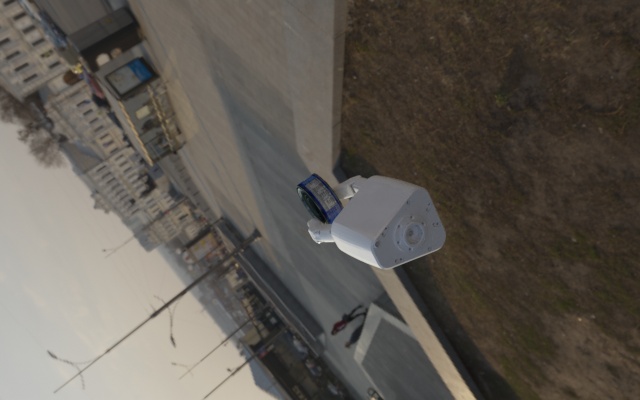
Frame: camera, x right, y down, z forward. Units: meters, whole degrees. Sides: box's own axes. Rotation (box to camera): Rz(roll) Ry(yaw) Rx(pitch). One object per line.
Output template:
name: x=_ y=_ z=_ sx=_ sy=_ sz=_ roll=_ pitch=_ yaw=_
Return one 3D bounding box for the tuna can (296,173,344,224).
tuna can: x=0.000 y=0.003 z=0.736 sx=0.033 sy=0.086 sz=0.086 roll=-36 pitch=9 yaw=-12
